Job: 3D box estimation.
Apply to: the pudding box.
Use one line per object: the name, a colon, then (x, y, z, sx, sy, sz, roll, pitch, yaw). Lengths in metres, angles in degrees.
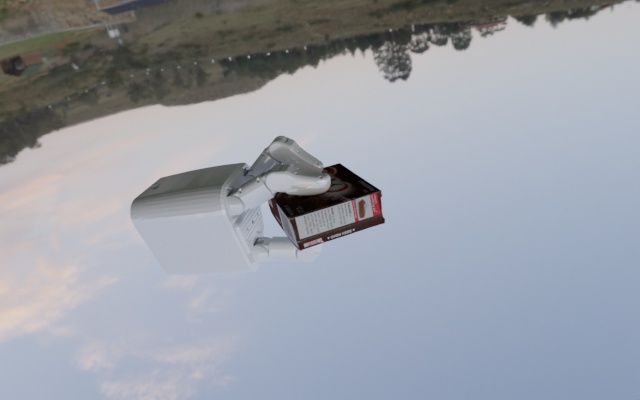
pudding box: (0.000, 0.002, 0.476, 0.090, 0.039, 0.113, -18, 24, -13)
